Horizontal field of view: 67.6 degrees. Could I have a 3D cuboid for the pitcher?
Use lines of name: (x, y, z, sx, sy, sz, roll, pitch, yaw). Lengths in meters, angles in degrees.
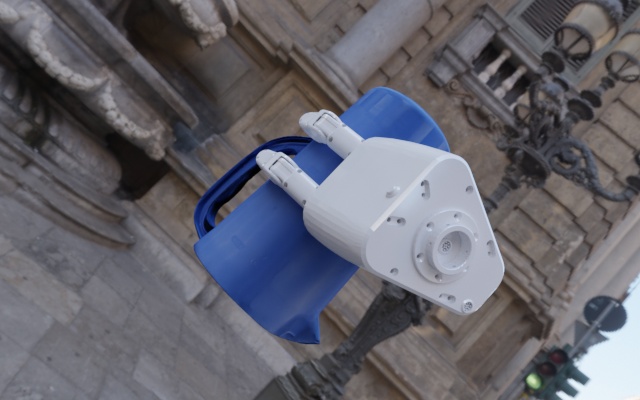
pitcher: (0.000, 0.002, 0.467, 0.149, 0.243, 0.145, 47, -7, -21)
